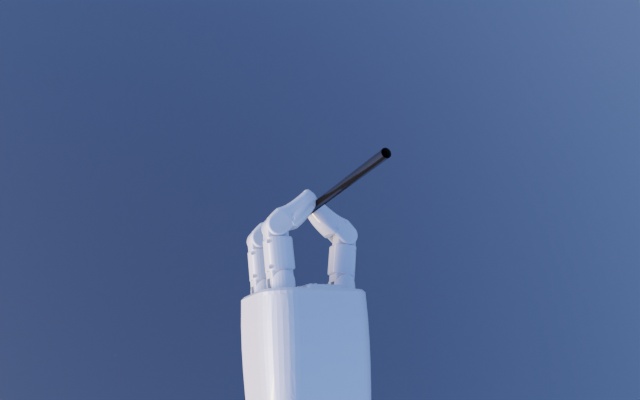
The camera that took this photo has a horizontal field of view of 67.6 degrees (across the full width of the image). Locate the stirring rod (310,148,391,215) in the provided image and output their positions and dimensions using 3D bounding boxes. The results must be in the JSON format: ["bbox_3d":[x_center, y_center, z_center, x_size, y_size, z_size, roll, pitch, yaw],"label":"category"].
[{"bbox_3d":[0.000,0.002,0.437,0.011,0.011,0.239,0,-17,-23],"label":"stirring rod"}]
